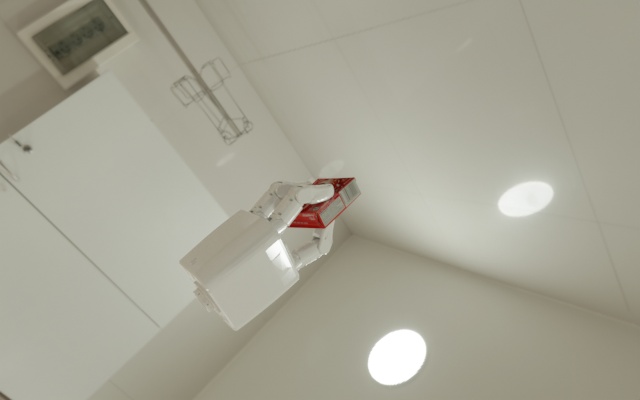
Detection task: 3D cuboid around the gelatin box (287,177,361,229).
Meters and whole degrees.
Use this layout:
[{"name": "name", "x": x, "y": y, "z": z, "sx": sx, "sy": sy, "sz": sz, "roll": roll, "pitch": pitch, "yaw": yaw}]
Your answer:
[{"name": "gelatin box", "x": 0.000, "y": 0.002, "z": 0.650, "sx": 0.073, "sy": 0.030, "sz": 0.089, "roll": 0, "pitch": 33, "yaw": 47}]
